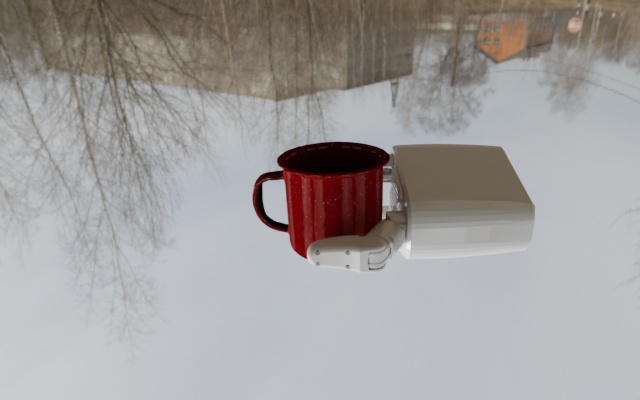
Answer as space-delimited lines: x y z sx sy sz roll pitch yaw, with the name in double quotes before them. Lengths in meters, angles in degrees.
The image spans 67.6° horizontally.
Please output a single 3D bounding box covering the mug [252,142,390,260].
"mug" -0.001 0.002 0.409 0.117 0.081 0.093 -2 22 2
